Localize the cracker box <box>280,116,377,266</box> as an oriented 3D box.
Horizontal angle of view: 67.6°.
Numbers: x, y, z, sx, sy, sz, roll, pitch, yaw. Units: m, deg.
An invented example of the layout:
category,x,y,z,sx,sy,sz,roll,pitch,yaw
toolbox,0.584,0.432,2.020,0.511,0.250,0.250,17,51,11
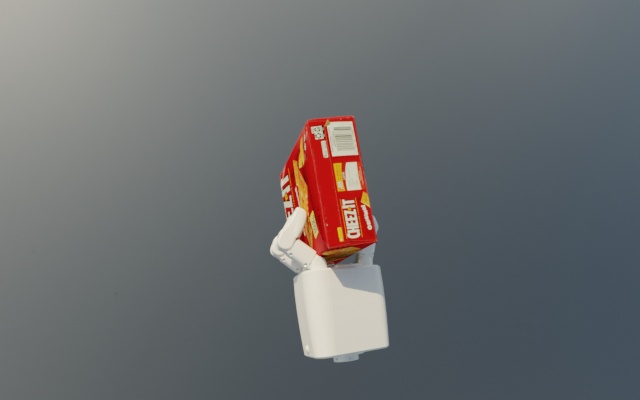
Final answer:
category,x,y,z,sx,sy,sz,roll,pitch,yaw
cracker box,0.000,0.002,0.665,0.072,0.164,0.214,-6,-13,-16
